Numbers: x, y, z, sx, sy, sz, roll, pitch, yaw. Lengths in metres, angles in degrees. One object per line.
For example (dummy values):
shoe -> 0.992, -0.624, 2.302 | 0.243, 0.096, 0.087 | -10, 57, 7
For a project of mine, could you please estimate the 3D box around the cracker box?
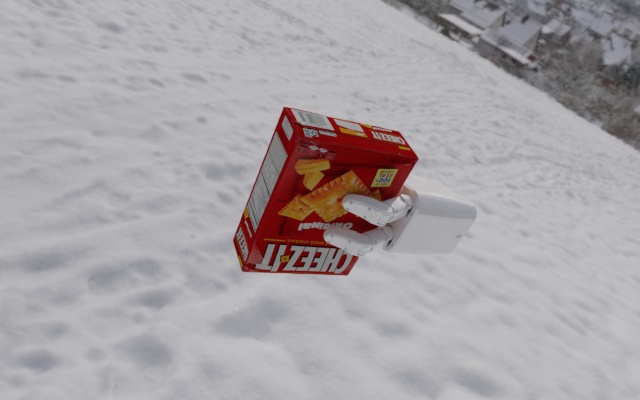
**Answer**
cracker box -> 0.000, 0.002, 0.608 | 0.164, 0.214, 0.072 | 7, 37, -27
